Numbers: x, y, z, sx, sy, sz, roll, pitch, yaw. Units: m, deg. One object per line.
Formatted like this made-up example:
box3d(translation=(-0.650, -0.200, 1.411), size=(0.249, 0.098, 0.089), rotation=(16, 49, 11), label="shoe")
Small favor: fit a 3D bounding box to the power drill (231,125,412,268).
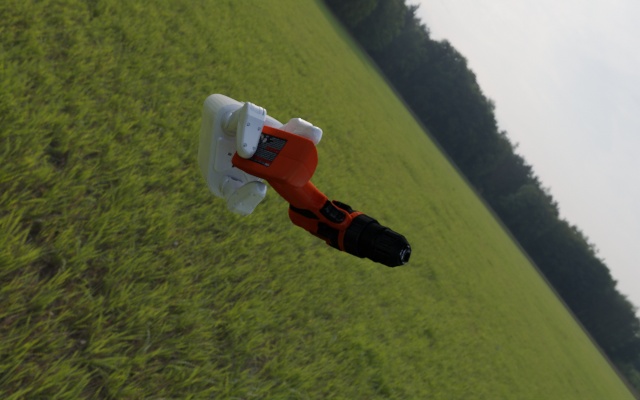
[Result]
box3d(translation=(0.000, 0.001, 0.539), size=(0.184, 0.057, 0.188), rotation=(20, -20, 40), label="power drill")
